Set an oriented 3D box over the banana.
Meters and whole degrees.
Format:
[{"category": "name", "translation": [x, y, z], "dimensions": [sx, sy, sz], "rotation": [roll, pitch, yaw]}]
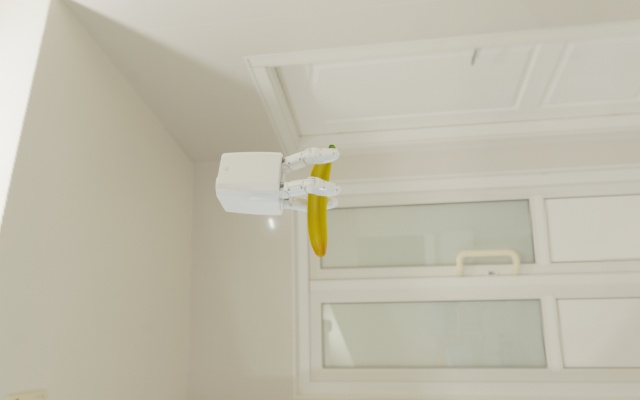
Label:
[{"category": "banana", "translation": [-0.003, 0.004, 0.839], "dimensions": [0.037, 0.197, 0.070], "rotation": [6, -14, -9]}]
